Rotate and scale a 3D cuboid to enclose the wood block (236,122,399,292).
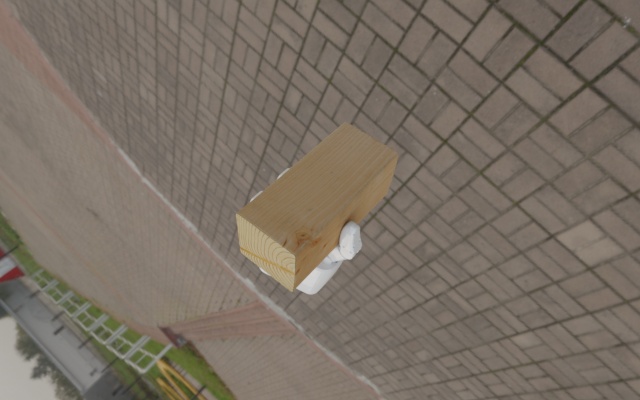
[{"bbox_3d":[0.000,0.002,0.610,0.091,0.090,0.206,34,57,19],"label":"wood block"}]
